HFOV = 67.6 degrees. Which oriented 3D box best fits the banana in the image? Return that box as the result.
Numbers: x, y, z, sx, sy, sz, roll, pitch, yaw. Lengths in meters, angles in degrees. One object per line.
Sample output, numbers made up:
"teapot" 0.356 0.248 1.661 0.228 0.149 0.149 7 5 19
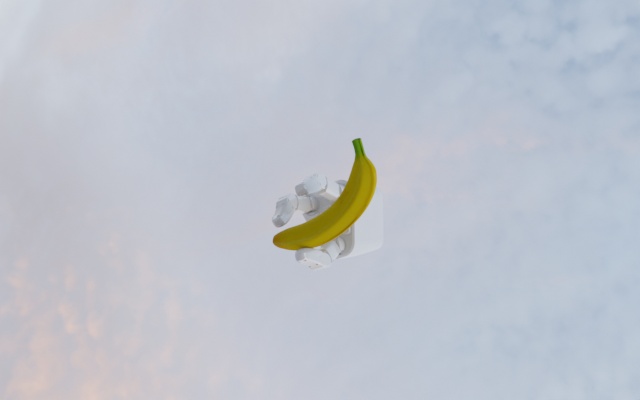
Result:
"banana" 0.013 0.013 0.617 0.198 0.069 0.037 -49 -24 26
